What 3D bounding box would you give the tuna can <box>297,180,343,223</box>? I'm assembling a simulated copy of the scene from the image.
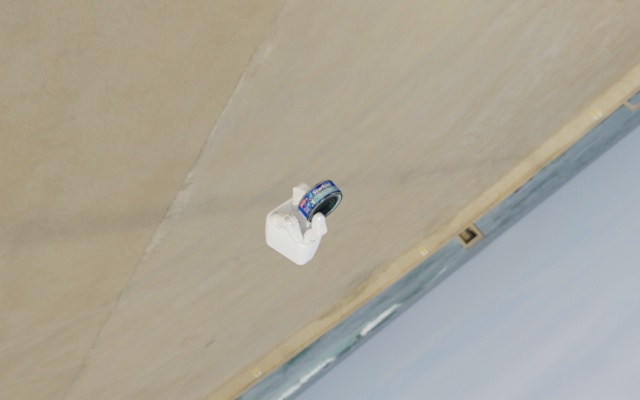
[{"bbox_3d":[0.000,0.003,0.899,0.086,0.033,0.086,-35,-22,-16],"label":"tuna can"}]
